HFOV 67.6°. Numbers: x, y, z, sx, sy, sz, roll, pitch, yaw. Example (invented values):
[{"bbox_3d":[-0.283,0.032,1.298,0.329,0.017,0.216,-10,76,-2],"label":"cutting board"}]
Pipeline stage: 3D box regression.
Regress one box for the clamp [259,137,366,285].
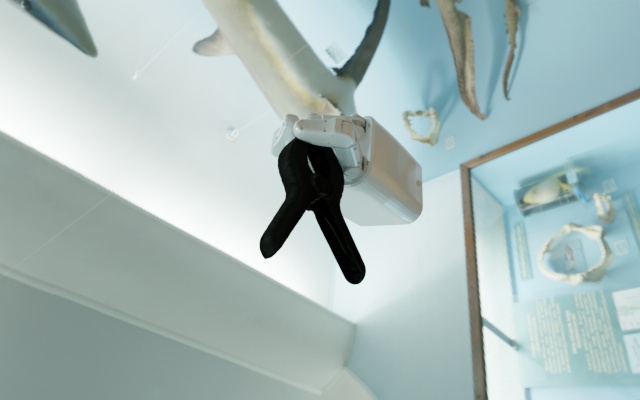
[{"bbox_3d":[0.000,0.002,0.476,0.039,0.171,0.120,-24,-45,36],"label":"clamp"}]
